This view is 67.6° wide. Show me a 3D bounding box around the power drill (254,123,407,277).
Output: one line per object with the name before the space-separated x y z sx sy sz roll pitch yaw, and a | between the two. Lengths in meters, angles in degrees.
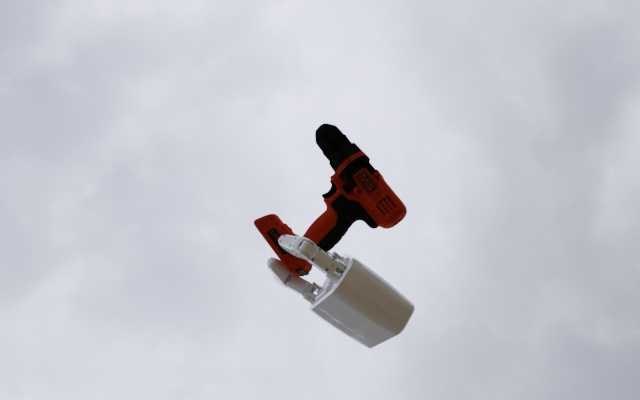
power drill | 0.000 0.003 0.681 0.187 0.184 0.057 -39 -19 2
